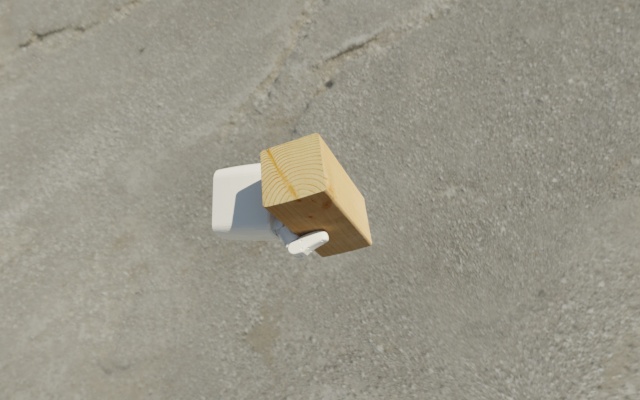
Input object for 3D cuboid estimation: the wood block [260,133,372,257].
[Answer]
[{"bbox_3d":[0.000,0.003,0.704,0.090,0.090,0.206,-16,-29,17],"label":"wood block"}]
